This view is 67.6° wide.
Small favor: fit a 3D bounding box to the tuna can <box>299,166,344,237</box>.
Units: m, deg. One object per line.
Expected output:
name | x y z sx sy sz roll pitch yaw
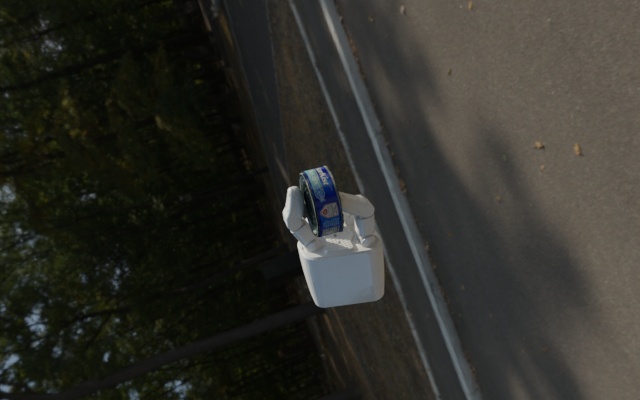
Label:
tuna can | 0.000 0.002 0.596 0.034 0.086 0.086 -14 2 -10
